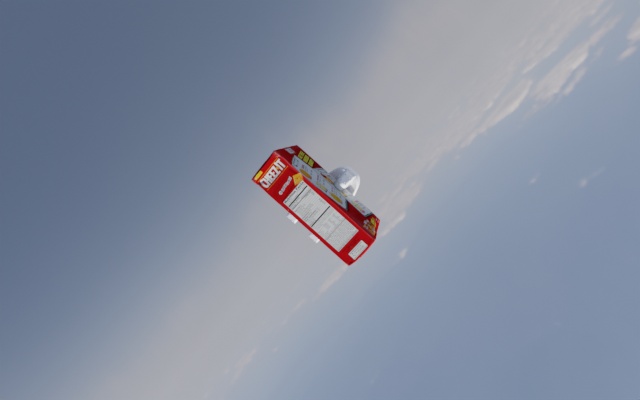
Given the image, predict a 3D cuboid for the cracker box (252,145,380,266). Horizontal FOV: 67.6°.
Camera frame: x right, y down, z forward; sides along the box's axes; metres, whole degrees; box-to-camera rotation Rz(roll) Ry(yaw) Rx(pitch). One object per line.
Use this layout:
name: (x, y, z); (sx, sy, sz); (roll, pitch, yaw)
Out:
cracker box: (0.000, 0.003, 0.822); (0.213, 0.072, 0.164); (41, 13, 1)
